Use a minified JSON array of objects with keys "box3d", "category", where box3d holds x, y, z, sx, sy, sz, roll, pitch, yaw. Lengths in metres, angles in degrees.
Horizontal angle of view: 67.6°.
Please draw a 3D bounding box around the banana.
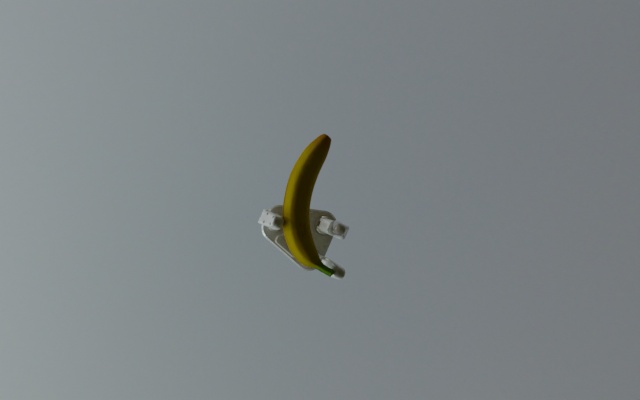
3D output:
[{"box3d":[-0.018,0.006,0.664,0.069,0.198,0.037,-1,-3,-4],"category":"banana"}]
